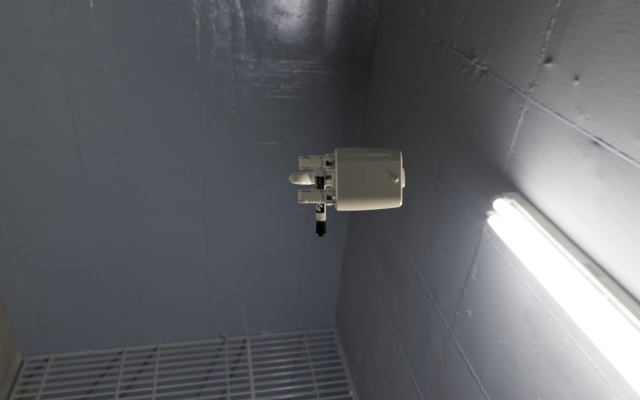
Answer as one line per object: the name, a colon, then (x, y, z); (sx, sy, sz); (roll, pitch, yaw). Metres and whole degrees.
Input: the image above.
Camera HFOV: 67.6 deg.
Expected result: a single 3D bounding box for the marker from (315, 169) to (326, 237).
marker: (0.000, 0.003, 0.830); (0.020, 0.121, 0.020); (-1, 6, 0)
